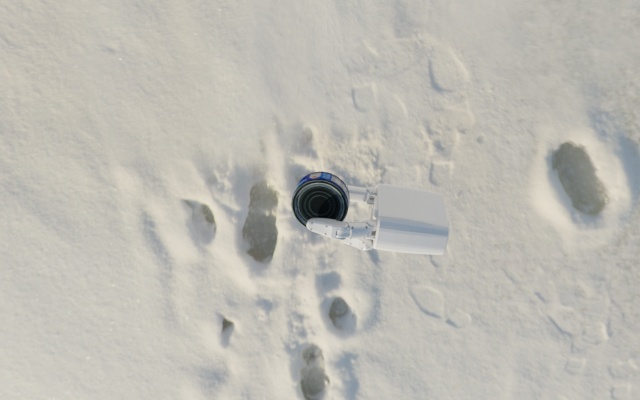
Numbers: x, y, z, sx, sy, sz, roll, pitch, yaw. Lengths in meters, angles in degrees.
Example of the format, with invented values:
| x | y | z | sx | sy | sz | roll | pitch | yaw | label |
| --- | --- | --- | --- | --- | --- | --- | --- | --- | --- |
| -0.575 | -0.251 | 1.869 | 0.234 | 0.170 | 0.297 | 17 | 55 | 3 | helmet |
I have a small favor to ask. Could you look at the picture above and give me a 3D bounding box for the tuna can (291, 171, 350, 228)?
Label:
| x | y | z | sx | sy | sz | roll | pitch | yaw | label |
| --- | --- | --- | --- | --- | --- | --- | --- | --- | --- |
| 0.000 | 0.003 | 0.709 | 0.086 | 0.086 | 0.033 | 0 | 23 | 6 | tuna can |
